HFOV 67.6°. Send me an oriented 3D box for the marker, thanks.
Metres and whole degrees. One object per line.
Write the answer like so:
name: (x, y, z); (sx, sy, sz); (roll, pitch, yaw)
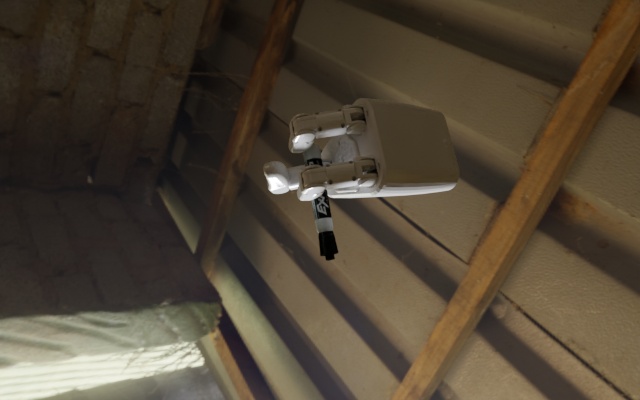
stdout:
marker: (0.000, 0.002, 0.492); (0.020, 0.121, 0.020); (-9, -13, -2)
